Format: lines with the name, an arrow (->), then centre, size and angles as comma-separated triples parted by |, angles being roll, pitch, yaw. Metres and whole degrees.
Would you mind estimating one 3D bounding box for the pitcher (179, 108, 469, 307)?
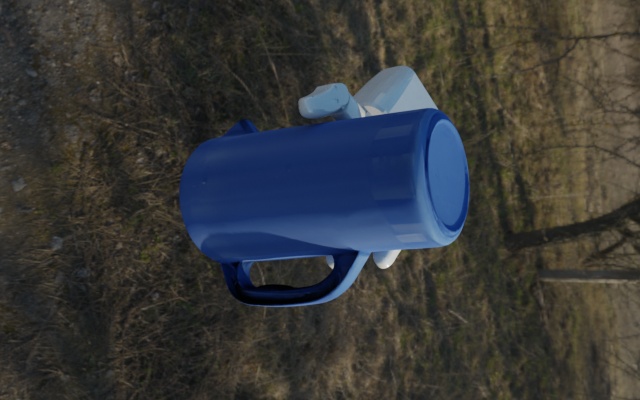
pitcher -> 0.000, 0.001, 0.431 | 0.243, 0.149, 0.145 | -5, 32, 35
